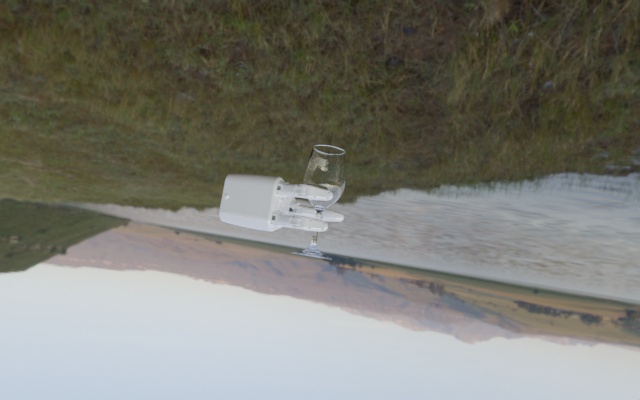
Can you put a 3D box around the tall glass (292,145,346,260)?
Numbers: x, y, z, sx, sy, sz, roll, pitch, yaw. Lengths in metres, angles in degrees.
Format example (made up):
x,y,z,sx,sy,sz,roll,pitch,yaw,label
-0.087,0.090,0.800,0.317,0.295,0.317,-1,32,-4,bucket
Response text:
x,y,z,sx,sy,sz,roll,pitch,yaw,label
0.000,0.004,0.874,0.079,0.201,0.079,10,-6,1,tall glass
